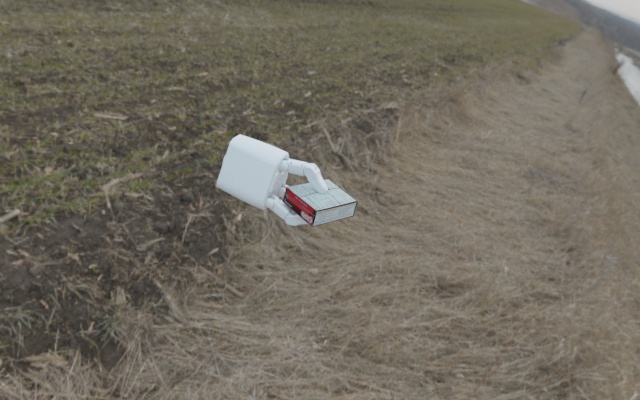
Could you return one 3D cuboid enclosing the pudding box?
[{"bbox_3d":[0.000,0.003,0.894,0.113,0.039,0.090,-14,41,-41],"label":"pudding box"}]
